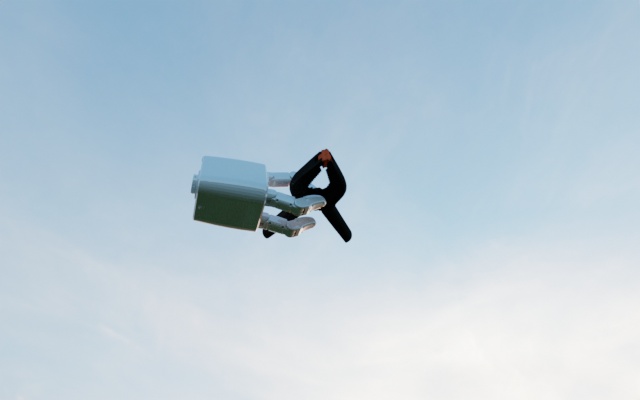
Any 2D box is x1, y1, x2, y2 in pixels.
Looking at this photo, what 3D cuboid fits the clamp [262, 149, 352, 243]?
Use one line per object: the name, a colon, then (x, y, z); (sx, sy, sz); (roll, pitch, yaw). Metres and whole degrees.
clamp: (0.000, 0.002, 0.816); (0.164, 0.036, 0.210); (8, -46, -15)
